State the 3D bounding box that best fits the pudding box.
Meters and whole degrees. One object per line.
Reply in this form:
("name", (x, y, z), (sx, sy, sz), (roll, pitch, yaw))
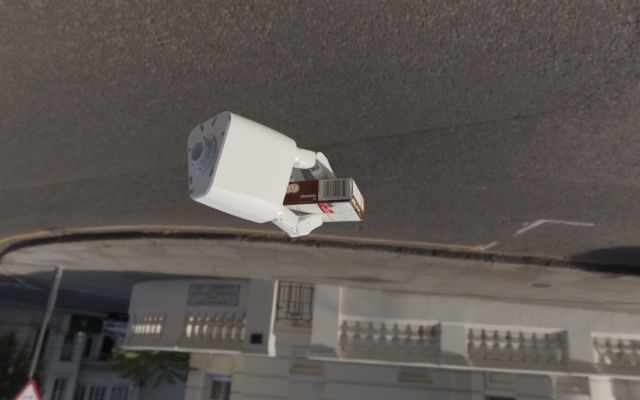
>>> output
("pudding box", (0.000, 0.002, 0.686), (0.113, 0.039, 0.090), (-2, -19, 16))
